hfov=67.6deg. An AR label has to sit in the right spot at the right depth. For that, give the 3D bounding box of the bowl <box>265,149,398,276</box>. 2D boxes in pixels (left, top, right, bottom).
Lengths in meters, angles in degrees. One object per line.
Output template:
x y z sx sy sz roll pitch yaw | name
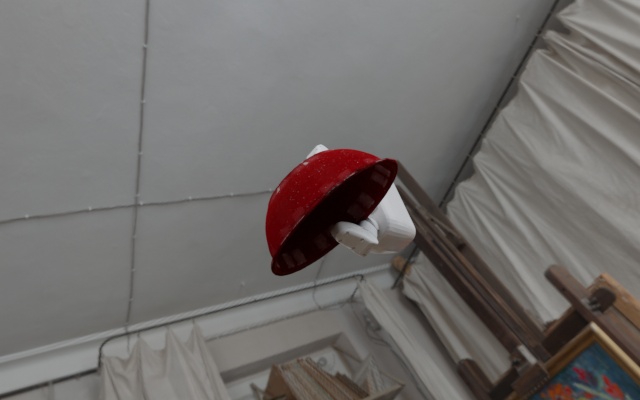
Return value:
-0.001 0.001 0.474 0.162 0.055 0.162 -38 -19 -15 | bowl
